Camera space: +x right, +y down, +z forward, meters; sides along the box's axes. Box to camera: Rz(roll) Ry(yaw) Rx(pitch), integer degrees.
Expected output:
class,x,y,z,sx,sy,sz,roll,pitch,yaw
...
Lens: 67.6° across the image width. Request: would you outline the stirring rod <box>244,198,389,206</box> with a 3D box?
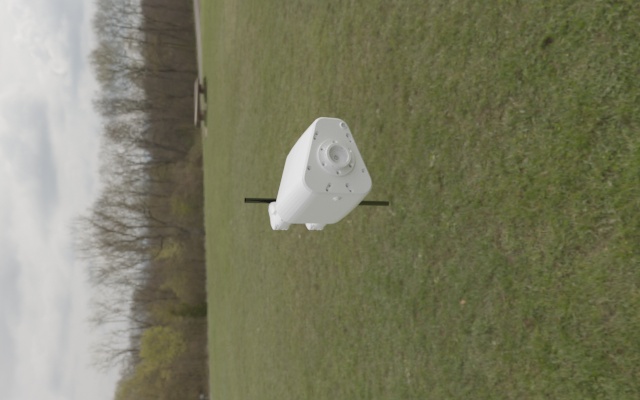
class,x,y,z,sx,sy,sz,roll,pitch,yaw
stirring rod,0.000,0.002,0.753,0.239,0.011,0.011,1,-1,-21
